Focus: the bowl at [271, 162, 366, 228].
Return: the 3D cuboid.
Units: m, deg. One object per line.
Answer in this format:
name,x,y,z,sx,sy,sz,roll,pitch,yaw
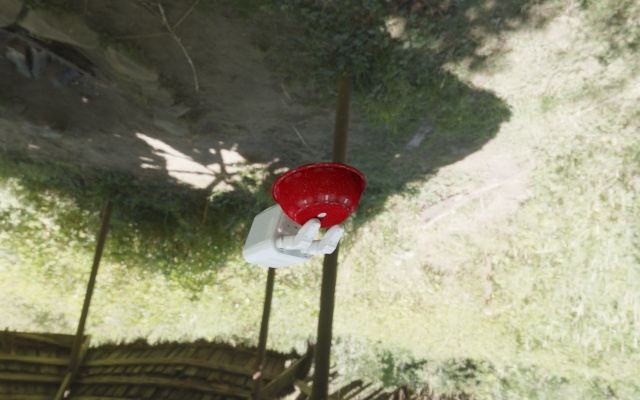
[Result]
bowl,0.001,0.002,0.796,0.162,0.055,0.162,-5,-29,-3
